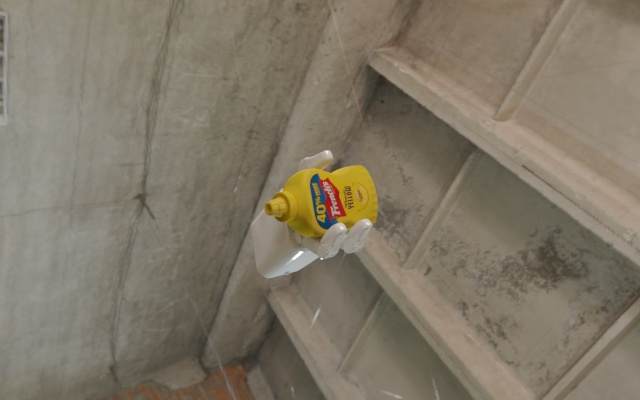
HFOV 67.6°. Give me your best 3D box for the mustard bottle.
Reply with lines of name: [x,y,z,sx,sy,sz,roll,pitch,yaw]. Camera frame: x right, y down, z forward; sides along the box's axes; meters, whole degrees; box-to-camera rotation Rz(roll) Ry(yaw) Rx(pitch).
mustard bottle: [0.001,0.002,0.679,0.191,0.096,0.058,-7,-3,-44]
